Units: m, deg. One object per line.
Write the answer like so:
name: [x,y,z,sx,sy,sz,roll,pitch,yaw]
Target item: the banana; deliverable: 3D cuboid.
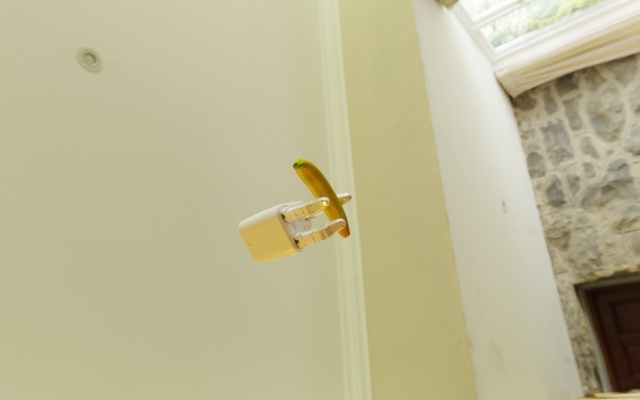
banana: [0.000,-0.012,0.885,0.037,0.069,0.198,-21,-54,24]
